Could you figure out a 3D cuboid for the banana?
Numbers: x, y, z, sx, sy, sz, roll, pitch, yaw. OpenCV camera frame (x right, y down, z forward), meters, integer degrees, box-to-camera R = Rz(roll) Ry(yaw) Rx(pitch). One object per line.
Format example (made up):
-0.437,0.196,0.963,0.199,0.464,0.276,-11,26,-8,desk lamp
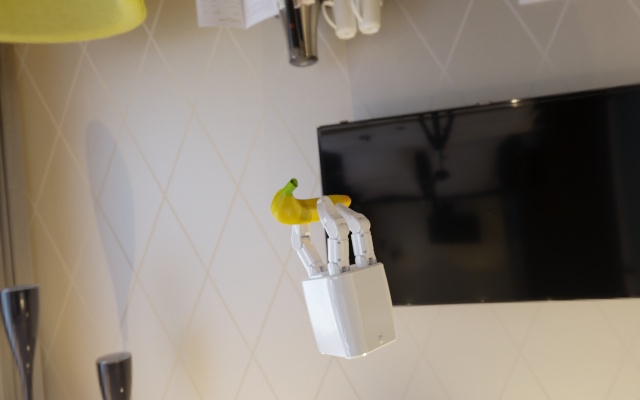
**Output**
-0.017,0.009,0.654,0.069,0.037,0.198,-25,-13,19,banana
